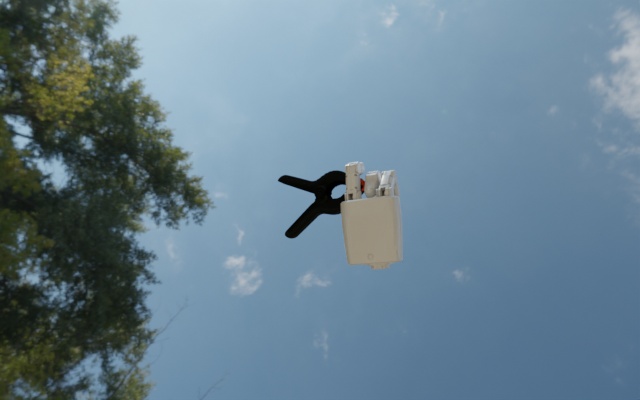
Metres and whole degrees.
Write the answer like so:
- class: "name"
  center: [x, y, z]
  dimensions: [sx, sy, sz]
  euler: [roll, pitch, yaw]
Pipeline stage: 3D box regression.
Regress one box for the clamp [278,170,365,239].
- class: "clamp"
  center: [0.001, 0.003, 0.847]
  dimensions: [0.171, 0.120, 0.039]
  euler: [-8, -11, 26]
